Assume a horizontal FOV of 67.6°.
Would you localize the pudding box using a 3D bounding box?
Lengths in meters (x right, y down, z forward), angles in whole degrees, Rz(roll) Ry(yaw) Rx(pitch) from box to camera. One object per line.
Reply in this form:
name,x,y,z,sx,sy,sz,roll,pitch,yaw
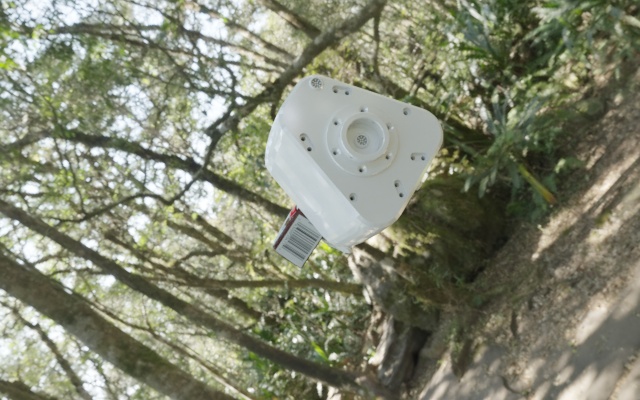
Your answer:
pudding box,0.000,0.002,0.486,0.039,0.113,0.090,35,14,-4
